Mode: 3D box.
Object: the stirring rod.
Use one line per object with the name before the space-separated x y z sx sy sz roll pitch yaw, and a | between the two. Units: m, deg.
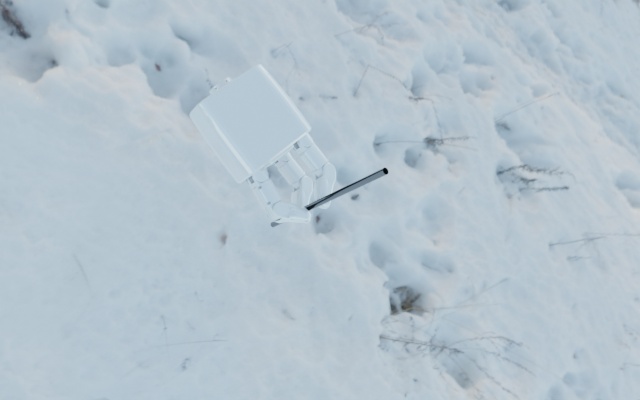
stirring rod | 0.000 0.002 0.599 0.011 0.011 0.239 0 -16 -37
